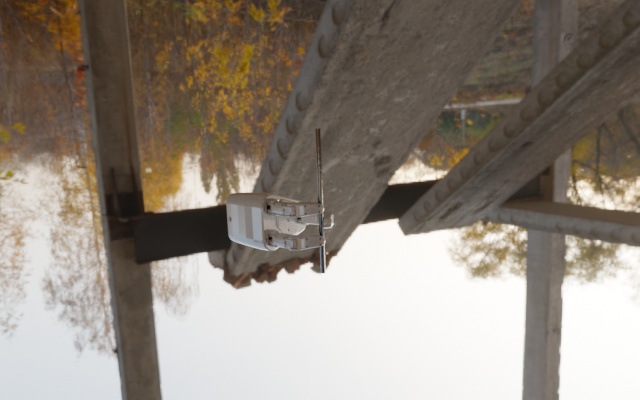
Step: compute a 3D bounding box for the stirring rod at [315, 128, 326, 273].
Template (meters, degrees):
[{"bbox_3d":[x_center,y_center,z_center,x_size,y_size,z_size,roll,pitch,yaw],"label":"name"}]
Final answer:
[{"bbox_3d":[0.000,0.002,0.786,0.011,0.239,0.011,-2,8,0],"label":"stirring rod"}]
